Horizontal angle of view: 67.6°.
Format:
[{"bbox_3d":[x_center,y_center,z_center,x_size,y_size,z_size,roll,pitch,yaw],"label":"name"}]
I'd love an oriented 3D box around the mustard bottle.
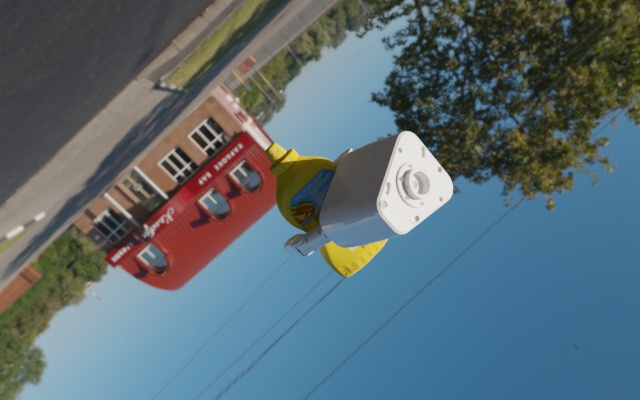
[{"bbox_3d":[0.000,0.002,0.613,0.096,0.192,0.058,-44,15,-6],"label":"mustard bottle"}]
